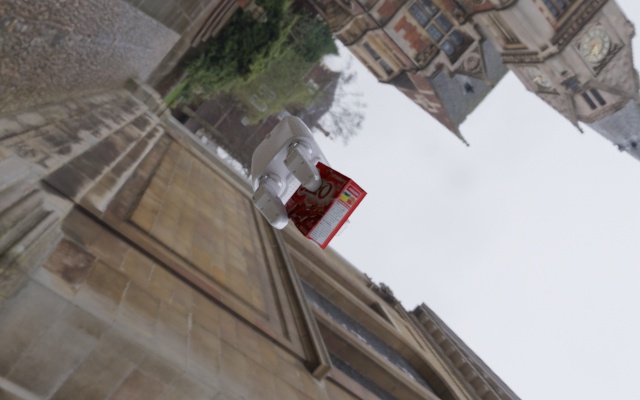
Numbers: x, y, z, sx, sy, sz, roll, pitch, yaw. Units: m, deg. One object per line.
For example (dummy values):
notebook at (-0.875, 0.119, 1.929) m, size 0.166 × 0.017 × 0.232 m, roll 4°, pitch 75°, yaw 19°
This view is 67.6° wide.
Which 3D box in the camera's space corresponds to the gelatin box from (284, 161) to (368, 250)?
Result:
gelatin box at (0.001, 0.002, 0.504) m, size 0.030 × 0.073 × 0.089 m, roll 38°, pitch 0°, yaw -28°
